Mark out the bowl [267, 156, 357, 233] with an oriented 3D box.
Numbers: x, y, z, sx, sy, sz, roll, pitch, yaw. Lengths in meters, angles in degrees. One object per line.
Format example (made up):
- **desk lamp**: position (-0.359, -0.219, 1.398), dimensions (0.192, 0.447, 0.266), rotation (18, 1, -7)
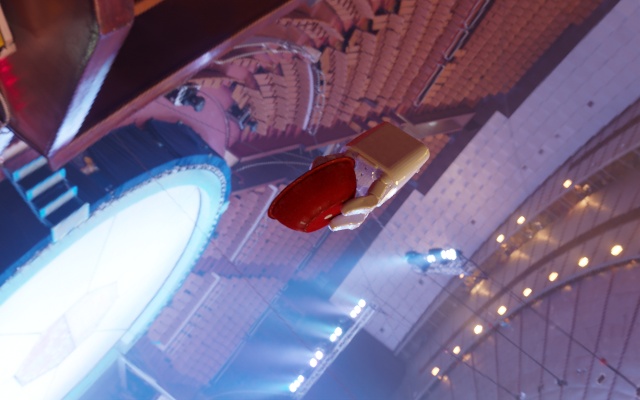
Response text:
- **bowl**: position (-0.001, 0.003, 0.740), dimensions (0.162, 0.055, 0.162), rotation (-30, -16, -9)
